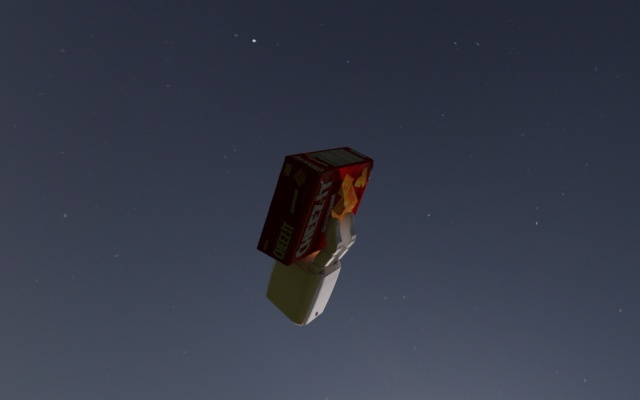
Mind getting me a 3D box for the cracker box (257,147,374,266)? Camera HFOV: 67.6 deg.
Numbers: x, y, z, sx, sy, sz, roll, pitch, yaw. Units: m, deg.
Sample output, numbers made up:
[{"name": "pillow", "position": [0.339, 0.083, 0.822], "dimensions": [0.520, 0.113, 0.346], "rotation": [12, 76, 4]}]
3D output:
[{"name": "cracker box", "position": [0.000, 0.003, 0.807], "dimensions": [0.072, 0.164, 0.213], "rotation": [27, 21, 22]}]
